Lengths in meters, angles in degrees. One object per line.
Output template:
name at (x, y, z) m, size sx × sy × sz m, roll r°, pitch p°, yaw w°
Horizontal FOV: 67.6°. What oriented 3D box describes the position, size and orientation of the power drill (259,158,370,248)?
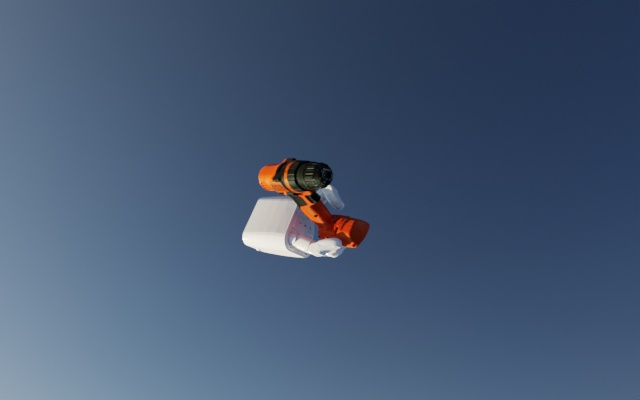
power drill at (0.000, 0.003, 0.809) m, size 0.188 × 0.057 × 0.184 m, roll 47°, pitch -22°, yaw -27°
